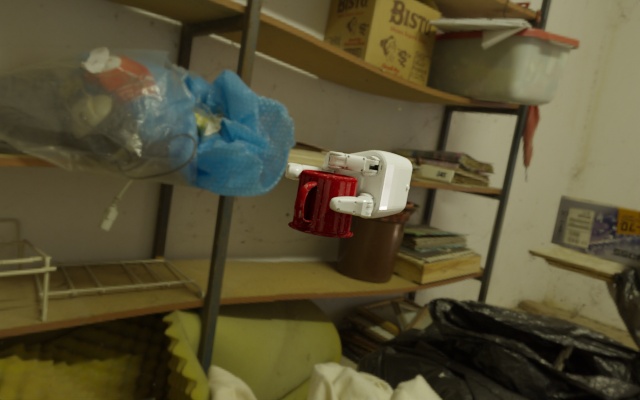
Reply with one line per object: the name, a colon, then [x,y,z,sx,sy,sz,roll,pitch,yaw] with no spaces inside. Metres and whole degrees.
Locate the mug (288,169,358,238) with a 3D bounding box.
mug: [-0.001,0.002,0.660,0.093,0.081,0.117,13,8,31]
